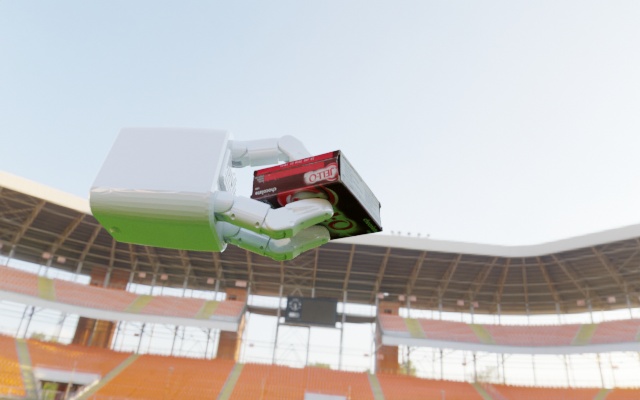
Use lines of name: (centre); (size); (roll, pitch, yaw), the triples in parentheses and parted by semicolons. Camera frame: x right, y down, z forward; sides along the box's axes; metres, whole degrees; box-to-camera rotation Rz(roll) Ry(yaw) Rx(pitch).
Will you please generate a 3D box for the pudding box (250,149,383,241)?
pudding box: (0.000, 0.001, 0.460); (0.090, 0.039, 0.113); (-11, -28, 24)
